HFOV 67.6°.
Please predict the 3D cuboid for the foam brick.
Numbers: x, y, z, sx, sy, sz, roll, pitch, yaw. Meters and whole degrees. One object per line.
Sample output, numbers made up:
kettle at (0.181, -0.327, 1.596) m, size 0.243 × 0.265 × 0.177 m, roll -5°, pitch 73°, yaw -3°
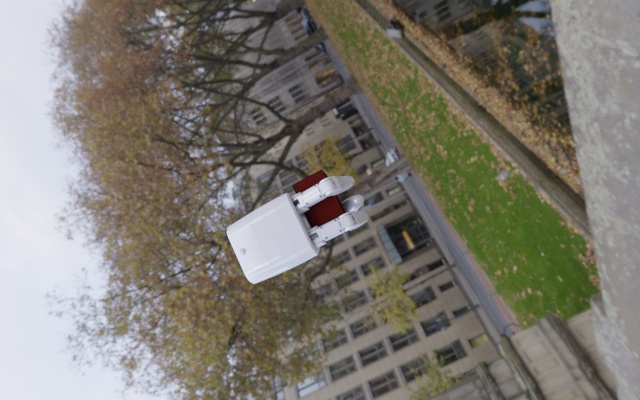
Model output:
foam brick at (0.000, 0.002, 0.710) m, size 0.051 × 0.078 × 0.053 m, roll -27°, pitch -12°, yaw 5°
